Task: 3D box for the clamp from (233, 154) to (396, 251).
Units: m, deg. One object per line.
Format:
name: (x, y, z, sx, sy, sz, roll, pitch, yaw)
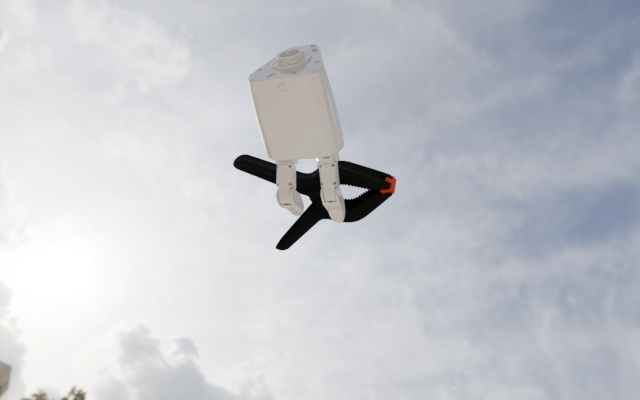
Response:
clamp: (0.001, 0.001, 0.651, 0.210, 0.165, 0.036, -3, 37, 17)
